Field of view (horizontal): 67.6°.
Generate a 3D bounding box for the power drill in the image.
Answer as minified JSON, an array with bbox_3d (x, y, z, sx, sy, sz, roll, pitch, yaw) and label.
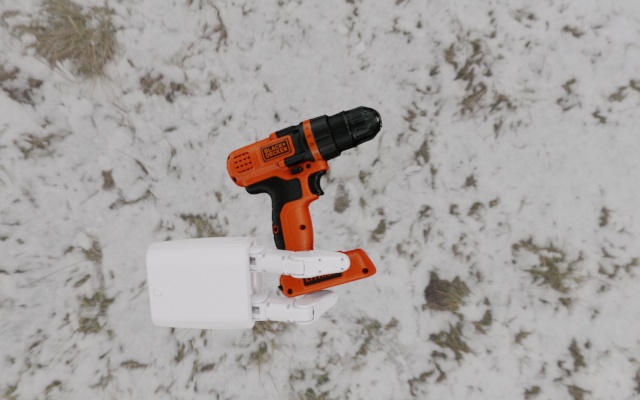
[{"bbox_3d":[0.000,0.002,0.532,0.184,0.187,0.057,-19,-10,13],"label":"power drill"}]
